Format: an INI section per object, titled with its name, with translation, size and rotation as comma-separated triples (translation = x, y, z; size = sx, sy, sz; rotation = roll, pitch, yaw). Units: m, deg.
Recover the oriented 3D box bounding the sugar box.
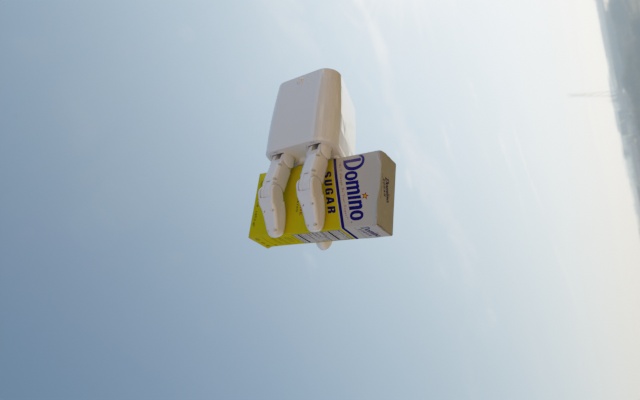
[sugar box]
translation = 0.000, 0.002, 0.567
size = 0.176, 0.093, 0.048
rotation = -11, -28, 33
